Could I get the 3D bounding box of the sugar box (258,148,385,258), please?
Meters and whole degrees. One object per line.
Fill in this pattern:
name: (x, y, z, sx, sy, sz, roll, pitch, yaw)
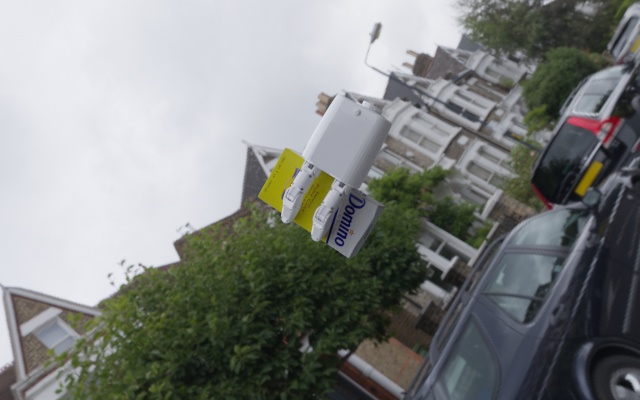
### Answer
sugar box: (0.000, 0.002, 0.734, 0.176, 0.093, 0.048, 32, 10, 18)
